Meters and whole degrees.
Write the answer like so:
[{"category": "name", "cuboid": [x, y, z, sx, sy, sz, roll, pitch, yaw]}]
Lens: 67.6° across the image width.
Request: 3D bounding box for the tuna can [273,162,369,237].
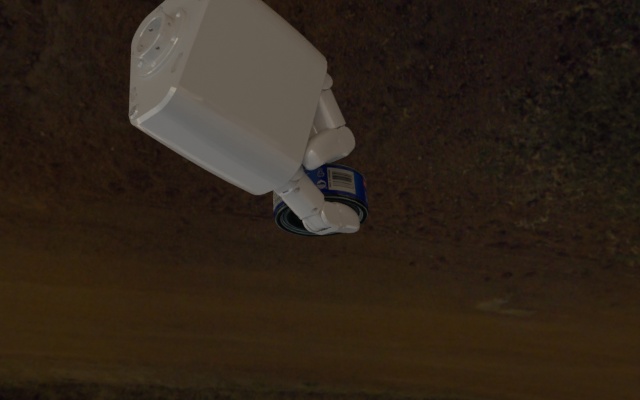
[{"category": "tuna can", "cuboid": [0.000, 0.002, 0.428, 0.086, 0.033, 0.086, -3, -27, -2]}]
